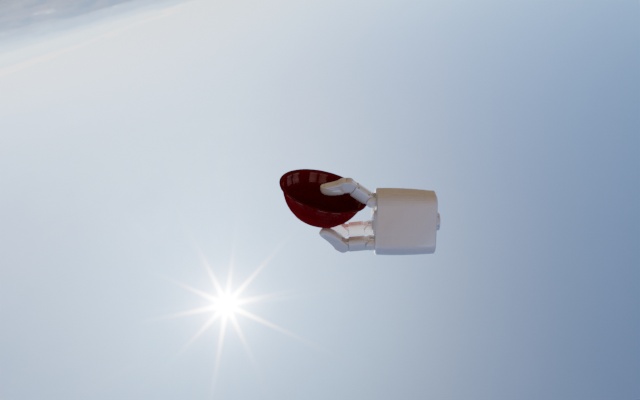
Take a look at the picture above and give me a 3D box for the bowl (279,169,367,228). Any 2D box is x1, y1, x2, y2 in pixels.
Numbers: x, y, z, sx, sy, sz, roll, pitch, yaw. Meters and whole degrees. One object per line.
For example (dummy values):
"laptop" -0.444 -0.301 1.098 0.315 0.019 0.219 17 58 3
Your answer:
"bowl" -0.001 0.003 0.859 0.162 0.055 0.162 12 27 -6
